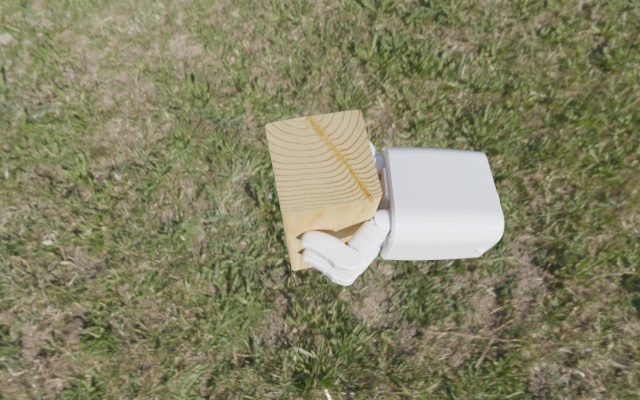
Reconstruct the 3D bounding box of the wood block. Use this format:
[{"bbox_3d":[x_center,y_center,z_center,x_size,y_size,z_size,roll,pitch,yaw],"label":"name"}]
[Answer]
[{"bbox_3d":[0.000,0.001,0.508,0.090,0.090,0.206,-10,-21,-5],"label":"wood block"}]
